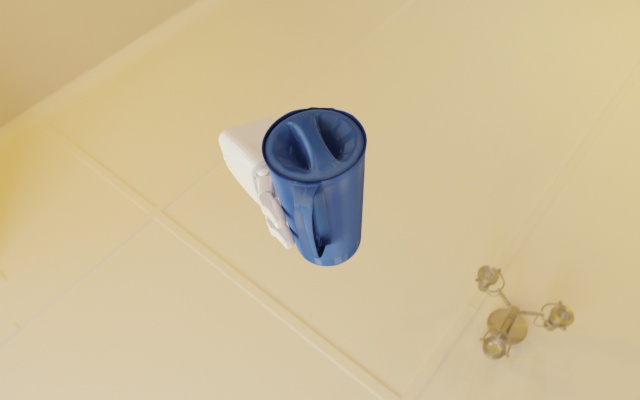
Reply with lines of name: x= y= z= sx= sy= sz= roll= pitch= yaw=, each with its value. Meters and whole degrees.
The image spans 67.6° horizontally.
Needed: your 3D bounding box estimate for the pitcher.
pitcher: x=0.000 y=0.002 z=0.685 sx=0.149 sy=0.243 sz=0.145 roll=-35 pitch=57 yaw=-18
